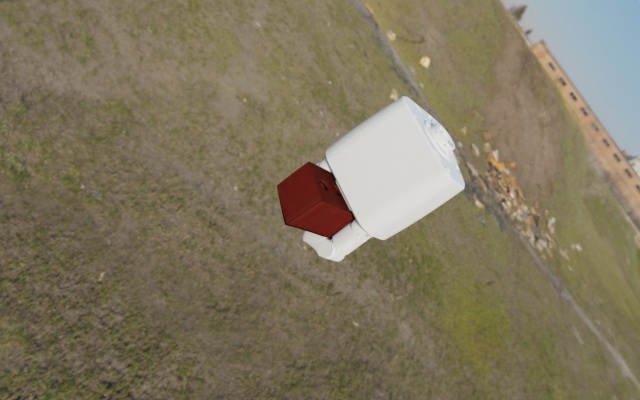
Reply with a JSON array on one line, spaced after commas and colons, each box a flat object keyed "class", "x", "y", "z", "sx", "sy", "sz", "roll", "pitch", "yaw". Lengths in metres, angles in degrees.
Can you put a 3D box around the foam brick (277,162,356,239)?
[{"class": "foam brick", "x": 0.000, "y": 0.002, "z": 0.520, "sx": 0.051, "sy": 0.053, "sz": 0.078, "roll": -35, "pitch": -35, "yaw": 28}]
